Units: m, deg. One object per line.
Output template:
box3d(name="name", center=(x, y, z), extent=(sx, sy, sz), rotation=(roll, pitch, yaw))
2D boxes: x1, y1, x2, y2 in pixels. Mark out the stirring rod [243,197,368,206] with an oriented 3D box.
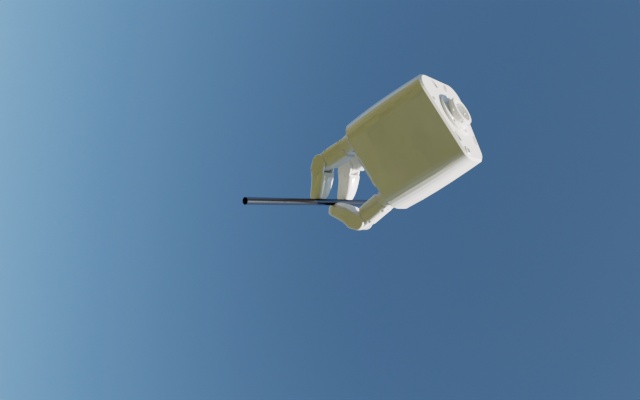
box3d(name="stirring rod", center=(0.000, 0.002, 0.580), extent=(0.011, 0.011, 0.239), rotation=(0, -1, 40))
